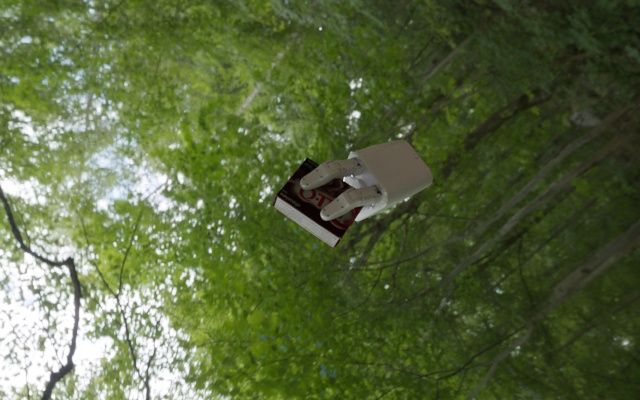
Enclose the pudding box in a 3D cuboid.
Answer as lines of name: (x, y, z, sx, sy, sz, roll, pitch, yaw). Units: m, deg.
pudding box: (0.000, 0.002, 0.699, 0.113, 0.090, 0.039, 32, -37, 6)
